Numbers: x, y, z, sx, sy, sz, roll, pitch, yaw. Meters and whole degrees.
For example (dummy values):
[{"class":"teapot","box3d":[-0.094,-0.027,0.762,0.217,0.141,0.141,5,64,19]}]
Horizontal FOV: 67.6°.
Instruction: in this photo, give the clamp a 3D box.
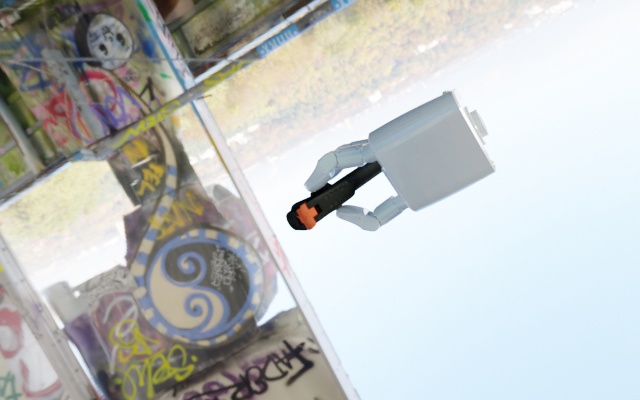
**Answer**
[{"class":"clamp","box3d":[0.001,0.003,0.620,0.164,0.036,0.210,-31,4,24]}]
